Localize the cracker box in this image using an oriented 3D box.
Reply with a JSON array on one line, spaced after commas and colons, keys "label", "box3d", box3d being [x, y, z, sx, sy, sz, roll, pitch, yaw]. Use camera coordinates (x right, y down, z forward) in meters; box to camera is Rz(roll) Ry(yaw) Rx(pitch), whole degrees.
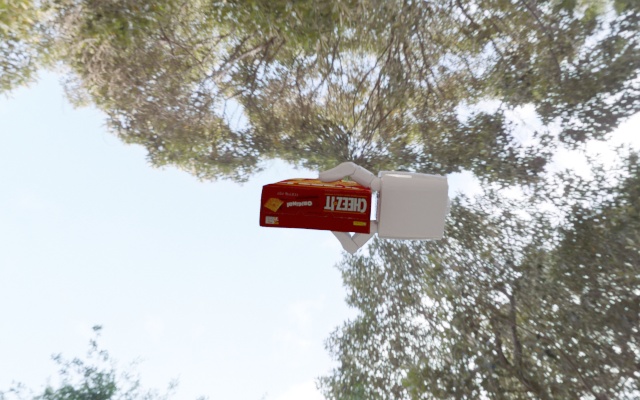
[{"label": "cracker box", "box3d": [0.000, 0.003, 0.791, 0.164, 0.072, 0.213, 3, 5, 4]}]
